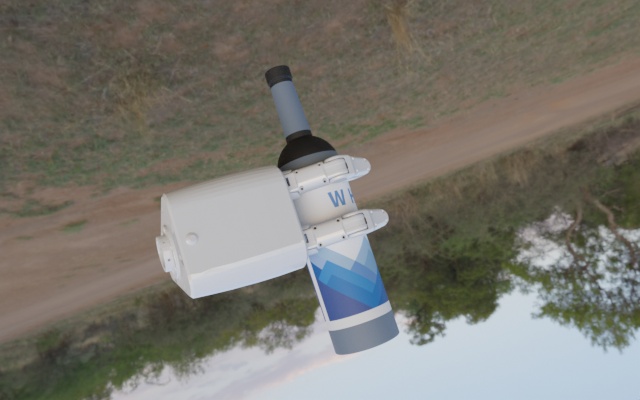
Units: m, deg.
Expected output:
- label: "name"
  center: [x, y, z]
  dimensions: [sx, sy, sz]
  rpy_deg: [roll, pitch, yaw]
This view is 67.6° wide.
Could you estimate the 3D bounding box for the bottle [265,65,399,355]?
- label: "bottle"
  center: [0.000, 0.002, 0.488]
  dimensions: [0.069, 0.295, 0.069]
  rpy_deg: [-18, -7, -2]
